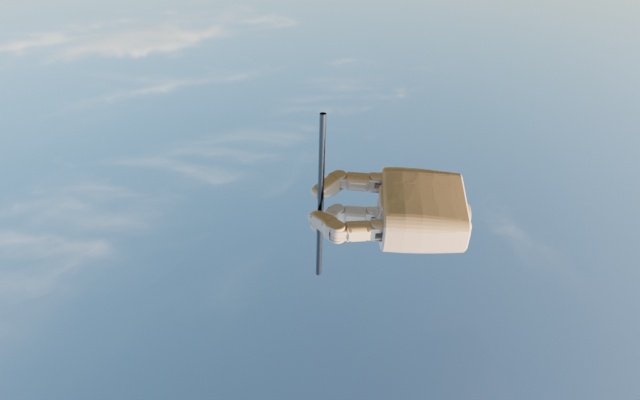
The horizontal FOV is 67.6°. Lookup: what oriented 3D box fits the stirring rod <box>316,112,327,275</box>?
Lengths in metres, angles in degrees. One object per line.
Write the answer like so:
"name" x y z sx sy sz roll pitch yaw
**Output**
"stirring rod" 0.000 0.002 0.609 0.011 0.240 0.011 1 33 -1
